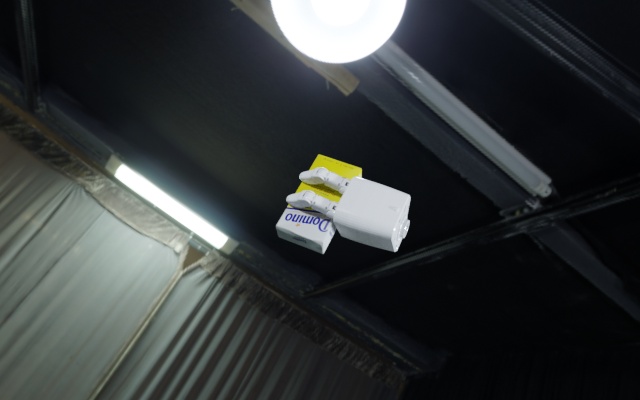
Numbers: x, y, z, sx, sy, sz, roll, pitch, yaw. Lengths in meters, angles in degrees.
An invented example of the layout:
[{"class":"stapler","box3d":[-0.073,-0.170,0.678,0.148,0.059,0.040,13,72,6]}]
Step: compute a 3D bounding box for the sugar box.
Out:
[{"class":"sugar box","box3d":[0.000,0.003,0.873,0.093,0.176,0.048,19,-33,16]}]
